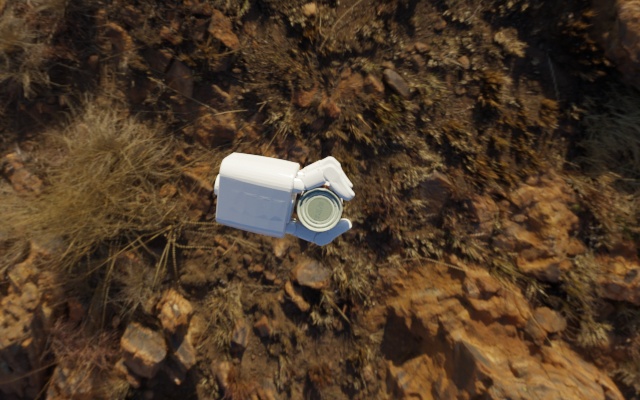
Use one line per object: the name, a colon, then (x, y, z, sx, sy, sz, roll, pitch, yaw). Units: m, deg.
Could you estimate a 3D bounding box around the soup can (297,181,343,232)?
soup can: (0.001, 0.003, 0.730, 0.068, 0.068, 0.102, 0, 13, 2)
